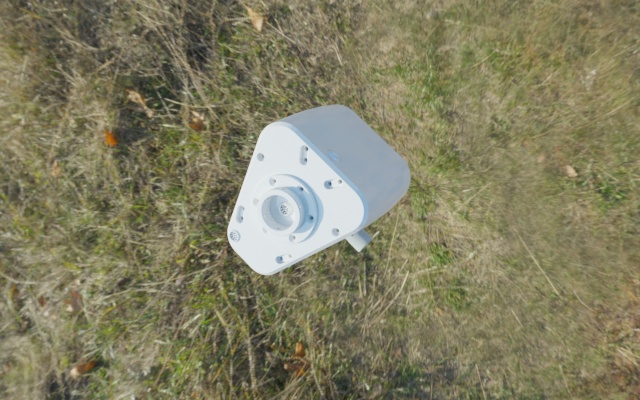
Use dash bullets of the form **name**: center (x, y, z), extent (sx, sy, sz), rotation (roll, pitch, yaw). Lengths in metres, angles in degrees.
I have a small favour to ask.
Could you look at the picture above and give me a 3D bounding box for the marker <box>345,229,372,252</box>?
- **marker**: center (0.000, 0.001, 0.463), extent (0.121, 0.020, 0.020), rotation (44, 6, 7)
